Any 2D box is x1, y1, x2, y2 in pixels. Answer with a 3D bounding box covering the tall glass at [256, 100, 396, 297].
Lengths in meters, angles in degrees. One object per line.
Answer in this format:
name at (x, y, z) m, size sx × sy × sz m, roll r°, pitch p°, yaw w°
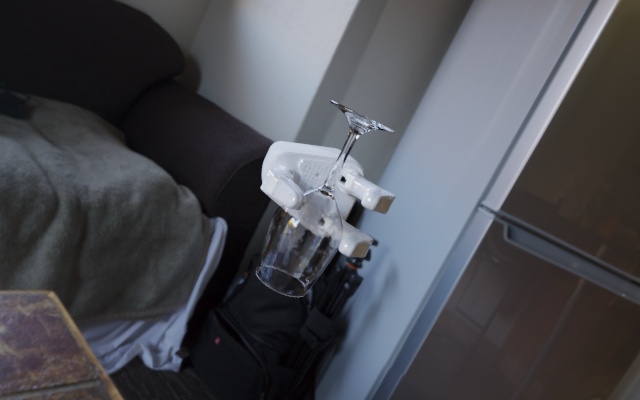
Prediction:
tall glass at (0.000, 0.001, 0.504) m, size 0.079 × 0.201 × 0.079 m, roll 25°, pitch 11°, yaw -5°
